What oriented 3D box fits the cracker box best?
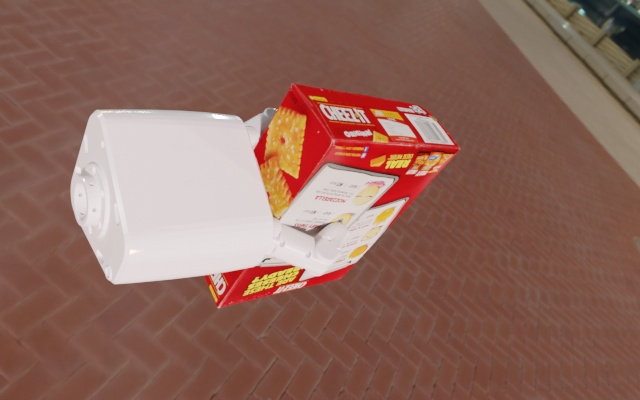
[{"bbox_3d":[0.000,0.001,0.445,0.164,0.072,0.214,-4,-38,-43],"label":"cracker box"}]
